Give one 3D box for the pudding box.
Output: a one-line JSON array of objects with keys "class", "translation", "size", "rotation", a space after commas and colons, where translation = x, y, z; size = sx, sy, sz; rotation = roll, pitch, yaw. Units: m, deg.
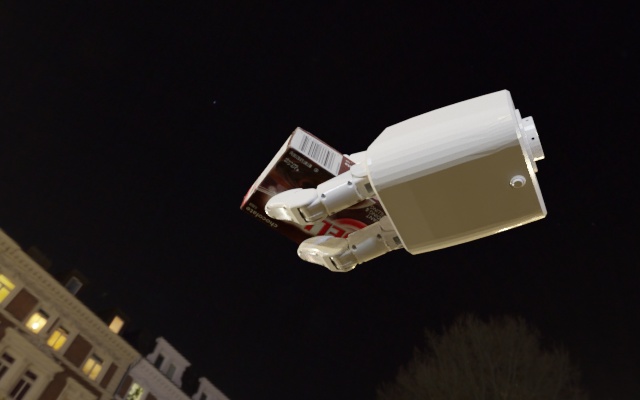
[{"class": "pudding box", "translation": [0.000, 0.001, 0.423], "size": [0.113, 0.039, 0.090], "rotation": [34, -51, -11]}]
